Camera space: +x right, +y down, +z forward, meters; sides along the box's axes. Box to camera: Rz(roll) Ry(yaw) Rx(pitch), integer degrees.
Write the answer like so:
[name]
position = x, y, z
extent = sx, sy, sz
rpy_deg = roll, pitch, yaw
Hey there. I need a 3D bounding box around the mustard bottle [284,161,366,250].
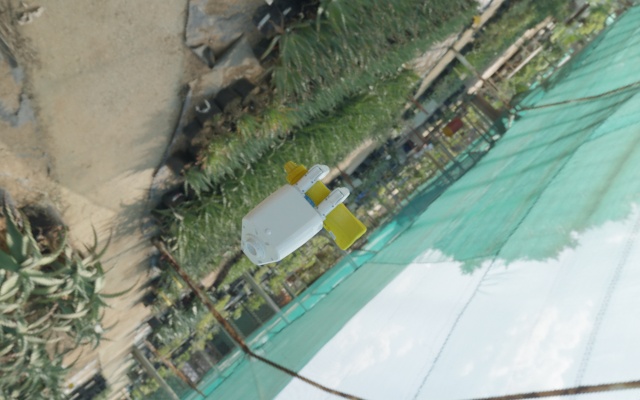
[mustard bottle]
position = 0.001, 0.003, 0.881
extent = 0.058, 0.191, 0.096
rpy_deg = -41, -6, -10
